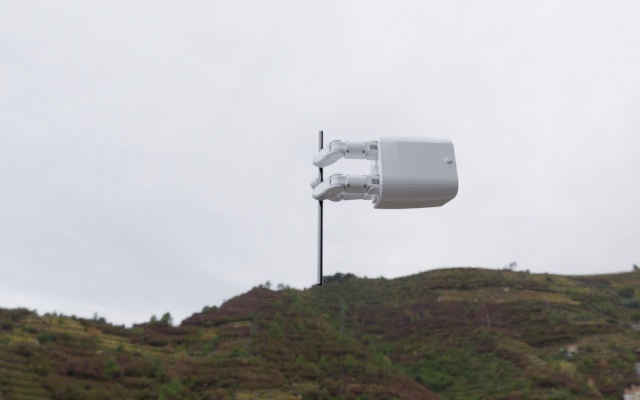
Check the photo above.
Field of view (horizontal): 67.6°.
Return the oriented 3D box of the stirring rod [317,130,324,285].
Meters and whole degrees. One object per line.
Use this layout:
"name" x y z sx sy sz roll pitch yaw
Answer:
"stirring rod" 0.000 0.002 0.677 0.011 0.239 0.011 0 -27 0
